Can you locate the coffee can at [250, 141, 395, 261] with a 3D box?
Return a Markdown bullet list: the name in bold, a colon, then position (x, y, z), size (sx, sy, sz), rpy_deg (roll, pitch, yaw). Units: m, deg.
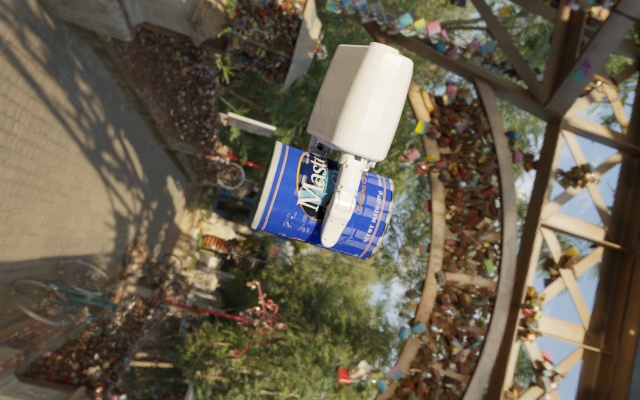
- **coffee can**: position (0.000, 0.002, 0.552), size (0.140, 0.103, 0.103), rpy_deg (17, -3, -10)
